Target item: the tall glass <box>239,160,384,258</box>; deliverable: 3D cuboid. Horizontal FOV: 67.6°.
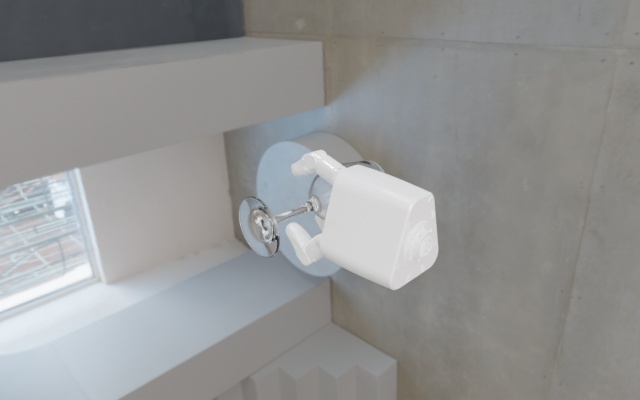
[{"bbox_3d":[-0.001,0.002,0.609,0.201,0.079,0.079,-22,15,-40],"label":"tall glass"}]
